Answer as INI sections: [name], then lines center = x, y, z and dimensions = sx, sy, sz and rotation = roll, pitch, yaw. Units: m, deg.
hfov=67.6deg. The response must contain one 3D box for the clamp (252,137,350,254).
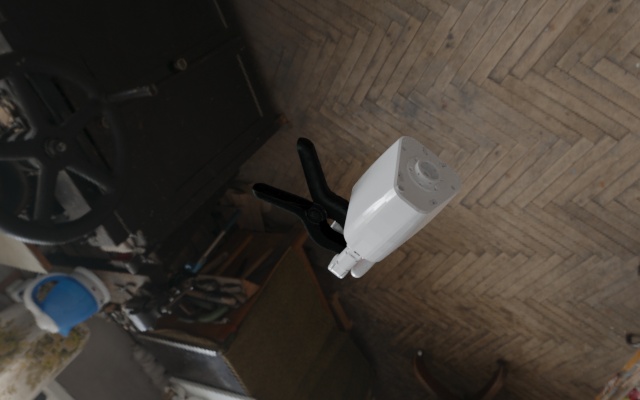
[clamp]
center = 0.000, 0.003, 0.616
dimensions = 0.120, 0.171, 0.039
rotation = -51, 1, 44
